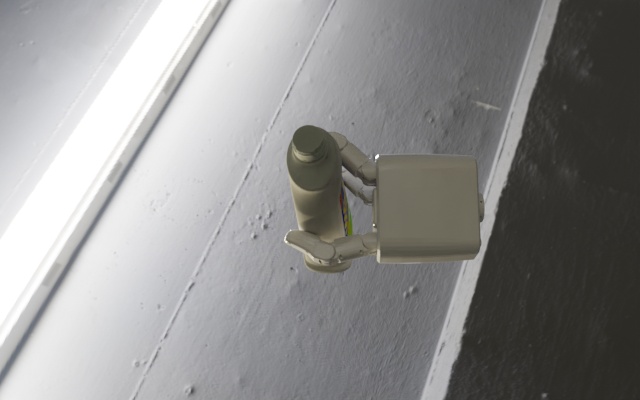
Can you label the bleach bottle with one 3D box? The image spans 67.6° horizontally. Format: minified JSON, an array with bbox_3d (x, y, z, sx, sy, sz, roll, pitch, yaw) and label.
[{"bbox_3d":[0.000,0.002,0.540,0.068,0.102,0.251,-1,-23,5],"label":"bleach bottle"}]
